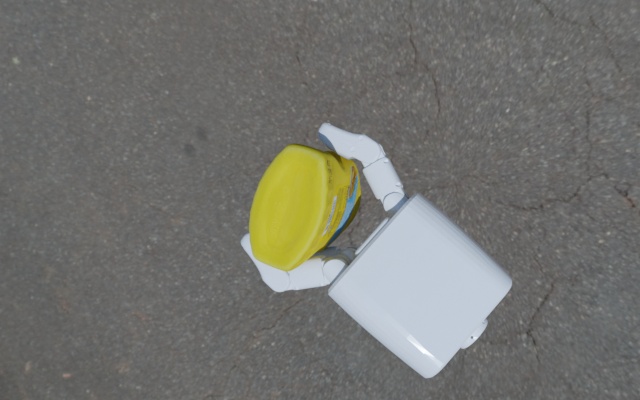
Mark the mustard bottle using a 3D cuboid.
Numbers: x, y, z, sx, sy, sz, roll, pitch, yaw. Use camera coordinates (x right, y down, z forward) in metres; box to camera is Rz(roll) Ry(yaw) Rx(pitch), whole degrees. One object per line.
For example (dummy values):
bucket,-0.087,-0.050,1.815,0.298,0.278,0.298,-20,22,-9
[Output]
mustard bottle,0.000,0.001,0.442,0.058,0.096,0.191,18,7,14
